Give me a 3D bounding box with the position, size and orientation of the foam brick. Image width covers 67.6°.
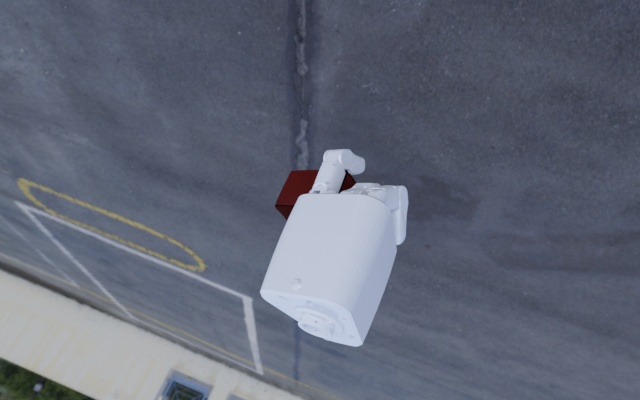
[{"bbox_3d":[0.000,0.002,0.523,0.078,0.051,0.053,1,-35,35],"label":"foam brick"}]
